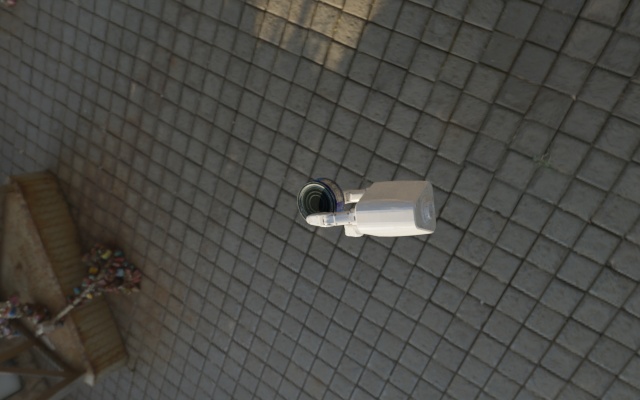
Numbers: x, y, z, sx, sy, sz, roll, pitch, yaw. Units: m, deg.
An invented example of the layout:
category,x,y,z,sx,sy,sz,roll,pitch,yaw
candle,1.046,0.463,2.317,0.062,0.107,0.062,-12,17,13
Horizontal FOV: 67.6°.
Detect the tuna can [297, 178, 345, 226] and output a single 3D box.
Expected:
category,x,y,z,sx,sy,sz,roll,pitch,yaw
tuna can,0.000,0.003,0.875,0.086,0.086,0.033,0,12,34
